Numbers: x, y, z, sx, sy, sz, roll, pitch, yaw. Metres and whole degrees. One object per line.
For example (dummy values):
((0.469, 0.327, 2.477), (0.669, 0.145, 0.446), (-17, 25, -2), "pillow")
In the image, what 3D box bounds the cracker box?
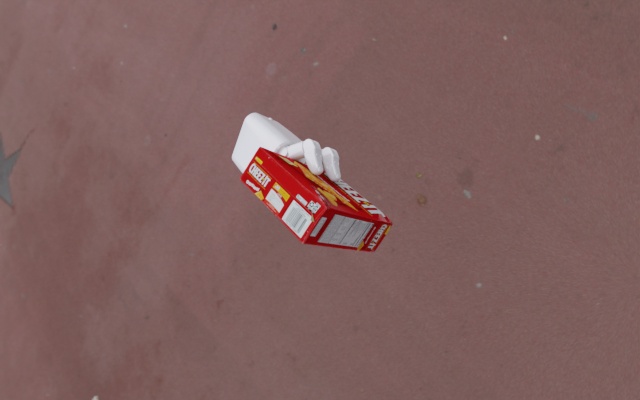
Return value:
((0.000, 0.003, 0.772), (0.164, 0.072, 0.214), (42, 16, 32), "cracker box")
